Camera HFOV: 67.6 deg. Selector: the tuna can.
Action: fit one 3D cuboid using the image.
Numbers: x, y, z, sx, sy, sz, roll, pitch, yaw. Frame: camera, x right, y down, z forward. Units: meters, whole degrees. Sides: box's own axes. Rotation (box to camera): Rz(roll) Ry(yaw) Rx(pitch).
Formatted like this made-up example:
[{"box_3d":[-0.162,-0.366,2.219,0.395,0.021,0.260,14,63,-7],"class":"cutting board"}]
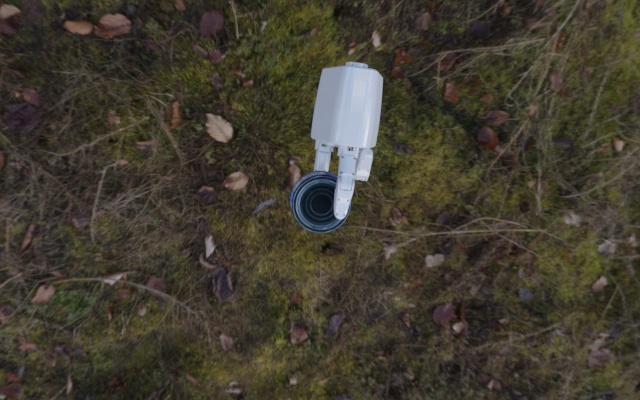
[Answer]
[{"box_3d":[0.000,0.002,0.683,0.086,0.086,0.033,0,14,-7],"class":"tuna can"}]
